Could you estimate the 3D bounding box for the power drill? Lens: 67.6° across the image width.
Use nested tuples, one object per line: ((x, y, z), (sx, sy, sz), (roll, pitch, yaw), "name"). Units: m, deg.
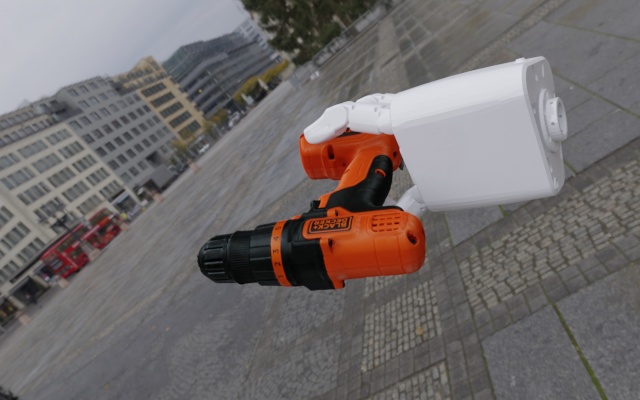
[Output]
((0.000, 0.001, 0.425), (0.184, 0.057, 0.187), (-5, 36, 16), "power drill")
